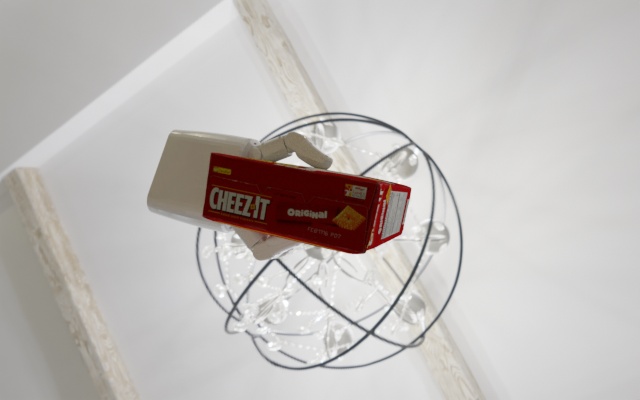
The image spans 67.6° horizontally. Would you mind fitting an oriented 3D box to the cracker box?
[{"bbox_3d":[0.000,0.002,0.519,0.164,0.072,0.213,11,4,18],"label":"cracker box"}]
